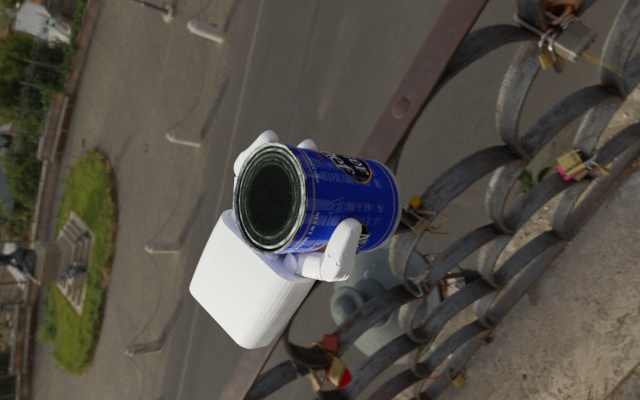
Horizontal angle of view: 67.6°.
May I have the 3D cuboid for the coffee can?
[{"bbox_3d":[0.000,0.001,0.479,0.103,0.103,0.140,0,-3,44],"label":"coffee can"}]
